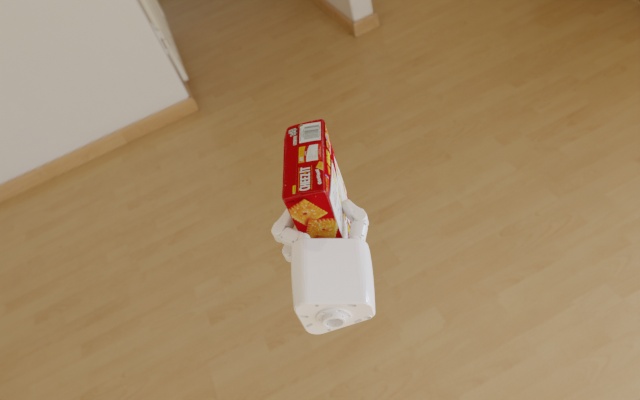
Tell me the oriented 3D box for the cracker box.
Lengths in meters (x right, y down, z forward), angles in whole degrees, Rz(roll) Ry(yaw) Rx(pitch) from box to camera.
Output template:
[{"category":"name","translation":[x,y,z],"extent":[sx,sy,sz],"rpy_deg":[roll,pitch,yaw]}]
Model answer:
[{"category":"cracker box","translation":[0.000,0.002,0.784],"extent":[0.072,0.164,0.214],"rpy_deg":[-10,-43,10]}]
